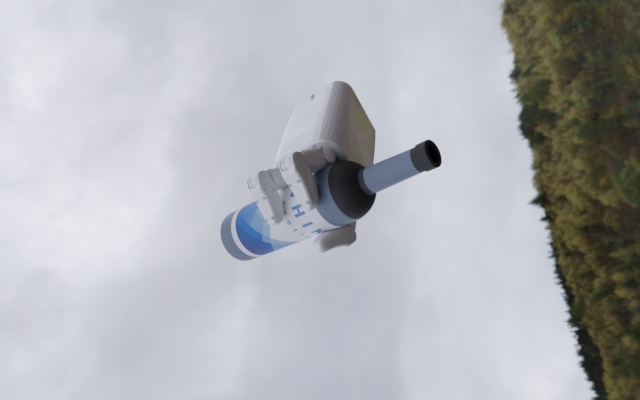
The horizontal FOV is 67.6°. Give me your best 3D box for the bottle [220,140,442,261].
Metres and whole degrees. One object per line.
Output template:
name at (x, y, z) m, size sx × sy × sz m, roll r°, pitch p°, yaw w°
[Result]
bottle at (0.000, 0.002, 0.530) m, size 0.296 × 0.069 × 0.069 m, roll -24°, pitch -16°, yaw 40°
